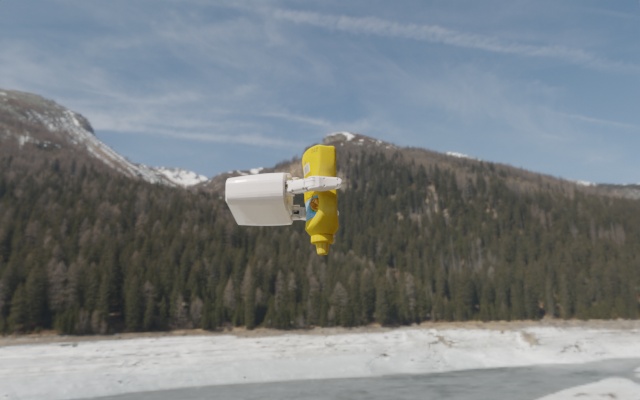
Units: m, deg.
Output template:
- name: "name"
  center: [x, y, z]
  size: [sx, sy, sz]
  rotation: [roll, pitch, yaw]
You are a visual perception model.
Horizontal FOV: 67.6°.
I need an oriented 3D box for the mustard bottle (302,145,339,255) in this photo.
- name: "mustard bottle"
  center: [0.000, 0.003, 0.869]
  size: [0.058, 0.191, 0.096]
  rotation: [3, -15, -20]
